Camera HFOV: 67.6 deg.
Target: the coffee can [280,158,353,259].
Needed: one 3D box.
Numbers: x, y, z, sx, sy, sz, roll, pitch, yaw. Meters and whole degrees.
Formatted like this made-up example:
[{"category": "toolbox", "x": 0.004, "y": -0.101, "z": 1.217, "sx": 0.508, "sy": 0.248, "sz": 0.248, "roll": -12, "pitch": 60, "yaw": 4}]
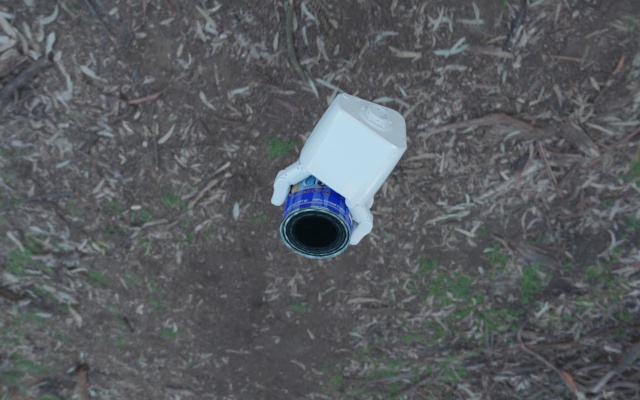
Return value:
[{"category": "coffee can", "x": 0.000, "y": 0.002, "z": 0.725, "sx": 0.103, "sy": 0.103, "sz": 0.140, "roll": 0, "pitch": 41, "yaw": 8}]
